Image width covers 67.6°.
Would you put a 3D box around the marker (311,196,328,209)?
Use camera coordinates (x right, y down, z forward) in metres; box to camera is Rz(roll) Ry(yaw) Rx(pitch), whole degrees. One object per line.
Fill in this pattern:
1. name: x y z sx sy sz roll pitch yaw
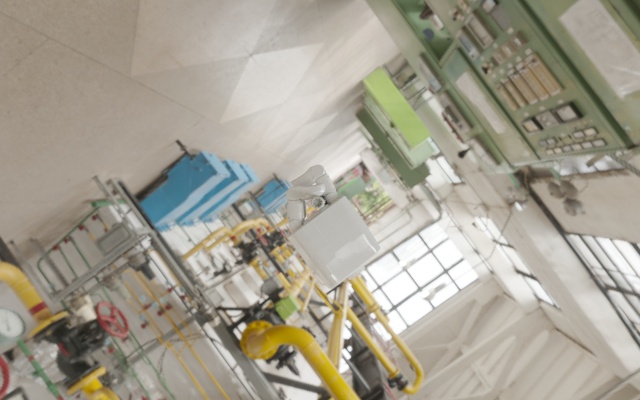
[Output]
1. marker: 0.000 0.002 0.758 0.020 0.020 0.121 0 0 4
